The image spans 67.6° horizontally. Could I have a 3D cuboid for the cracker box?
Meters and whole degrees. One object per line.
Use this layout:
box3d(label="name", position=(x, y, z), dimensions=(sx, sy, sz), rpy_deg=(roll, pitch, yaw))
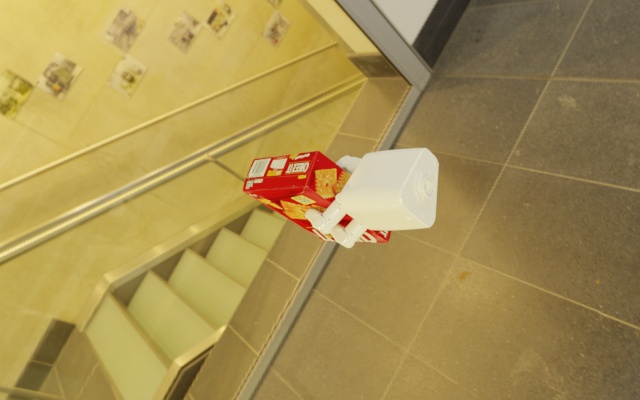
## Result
box3d(label="cracker box", position=(0.000, 0.002, 0.808), dimensions=(0.164, 0.072, 0.214), rpy_deg=(-2, -28, 46))
